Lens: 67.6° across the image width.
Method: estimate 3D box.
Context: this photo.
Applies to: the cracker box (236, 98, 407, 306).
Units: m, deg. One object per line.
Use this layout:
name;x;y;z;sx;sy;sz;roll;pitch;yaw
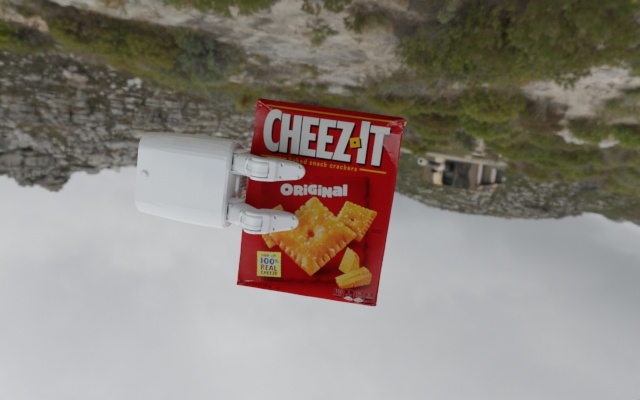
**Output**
cracker box;0.000;0.002;0.546;0.164;0.214;0.072;9;10;6
